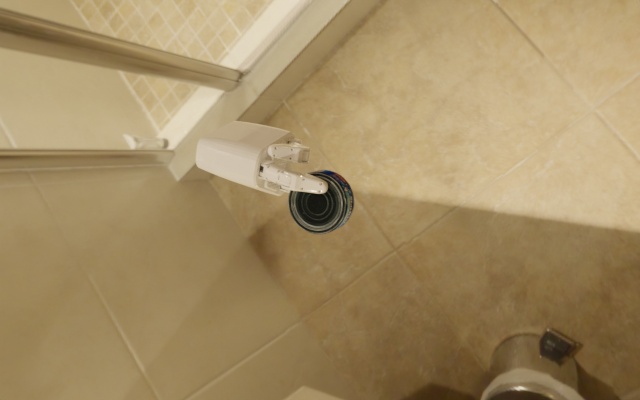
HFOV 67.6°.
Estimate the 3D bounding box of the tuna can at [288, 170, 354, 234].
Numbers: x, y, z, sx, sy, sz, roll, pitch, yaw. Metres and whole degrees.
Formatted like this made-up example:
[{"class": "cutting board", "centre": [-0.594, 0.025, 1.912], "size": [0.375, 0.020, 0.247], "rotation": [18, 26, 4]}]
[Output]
[{"class": "tuna can", "centre": [0.000, 0.002, 0.646], "size": [0.086, 0.086, 0.034], "rotation": [0, 7, 21]}]
